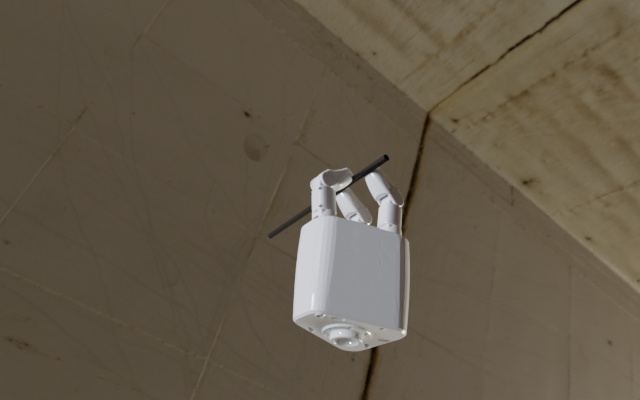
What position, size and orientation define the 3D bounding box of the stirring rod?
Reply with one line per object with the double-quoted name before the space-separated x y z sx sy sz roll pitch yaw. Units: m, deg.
"stirring rod" 0.000 0.002 0.608 0.011 0.011 0.240 0 -24 -41
